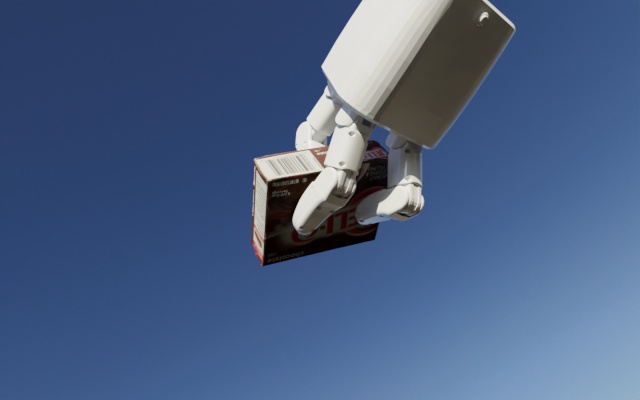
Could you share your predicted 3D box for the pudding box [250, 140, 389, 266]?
[{"bbox_3d":[0.000,0.001,0.401,0.113,0.090,0.039,-9,40,-22],"label":"pudding box"}]
